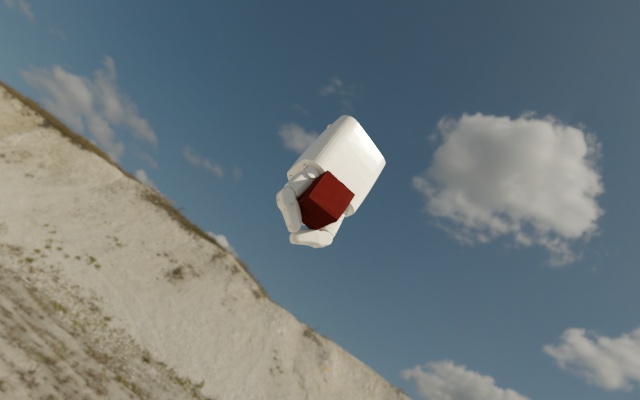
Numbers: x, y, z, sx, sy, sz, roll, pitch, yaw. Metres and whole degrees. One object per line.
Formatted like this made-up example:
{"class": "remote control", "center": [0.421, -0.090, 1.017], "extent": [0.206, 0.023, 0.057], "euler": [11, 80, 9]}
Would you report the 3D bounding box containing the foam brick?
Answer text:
{"class": "foam brick", "center": [0.000, 0.002, 0.655], "extent": [0.053, 0.051, 0.078], "euler": [42, -27, -10]}
